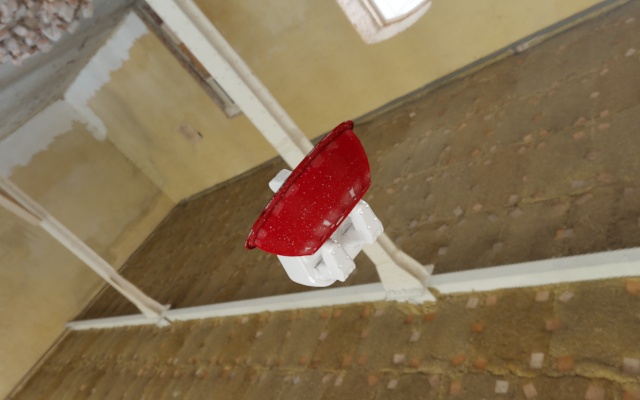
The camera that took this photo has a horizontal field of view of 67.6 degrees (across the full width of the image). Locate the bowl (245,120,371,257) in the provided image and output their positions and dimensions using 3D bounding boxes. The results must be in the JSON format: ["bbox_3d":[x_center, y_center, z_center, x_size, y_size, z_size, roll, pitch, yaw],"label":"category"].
[{"bbox_3d":[0.000,0.002,0.466,0.055,0.162,0.162,39,5,6],"label":"bowl"}]
